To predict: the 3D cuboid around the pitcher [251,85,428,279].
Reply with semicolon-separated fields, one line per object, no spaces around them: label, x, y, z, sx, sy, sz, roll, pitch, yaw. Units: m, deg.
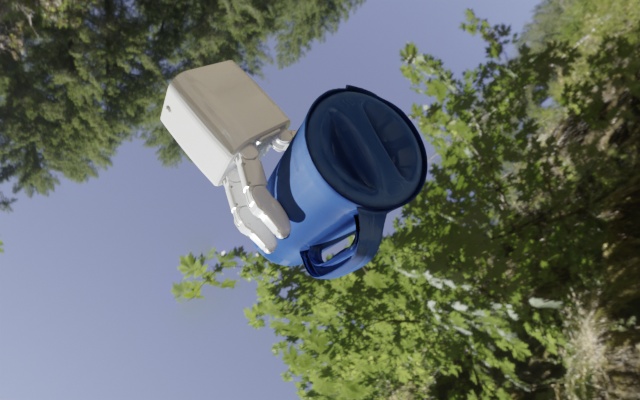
pitcher;0.000;0.002;0.542;0.149;0.145;0.243;-44;0;-34
